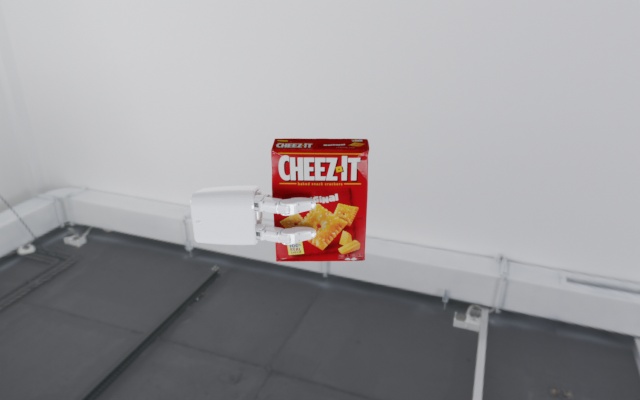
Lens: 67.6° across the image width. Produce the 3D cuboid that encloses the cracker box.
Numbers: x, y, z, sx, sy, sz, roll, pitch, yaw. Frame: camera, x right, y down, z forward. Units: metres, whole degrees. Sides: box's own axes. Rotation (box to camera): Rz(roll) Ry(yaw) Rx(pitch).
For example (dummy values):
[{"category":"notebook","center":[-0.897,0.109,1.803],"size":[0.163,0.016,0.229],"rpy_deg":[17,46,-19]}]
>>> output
[{"category":"cracker box","center":[0.000,0.003,0.839],"size":[0.164,0.214,0.072],"rpy_deg":[0,24,1]}]
